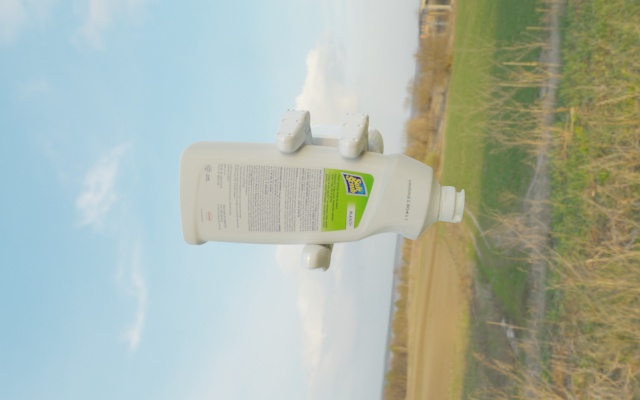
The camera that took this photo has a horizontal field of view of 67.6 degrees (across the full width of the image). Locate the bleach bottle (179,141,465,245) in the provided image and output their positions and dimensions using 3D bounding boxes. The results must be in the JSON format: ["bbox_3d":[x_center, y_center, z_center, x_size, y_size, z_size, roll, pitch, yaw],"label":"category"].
[{"bbox_3d":[0.000,0.001,0.439,0.251,0.102,0.068,5,18,10],"label":"bleach bottle"}]
